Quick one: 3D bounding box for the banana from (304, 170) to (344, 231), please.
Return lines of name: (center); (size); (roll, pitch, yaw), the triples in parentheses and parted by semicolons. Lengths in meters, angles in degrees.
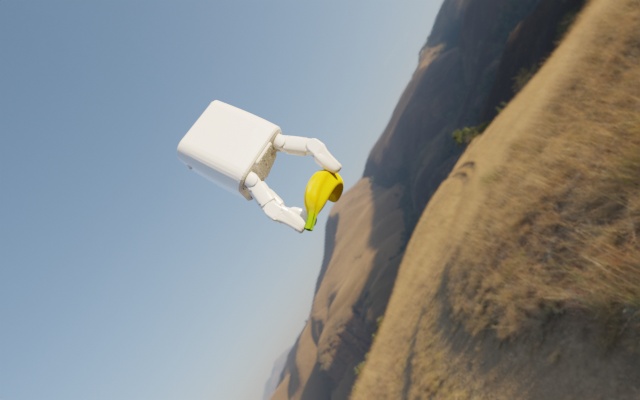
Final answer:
banana: (0.006, -0.014, 0.699); (0.037, 0.070, 0.197); (22, 16, 9)
